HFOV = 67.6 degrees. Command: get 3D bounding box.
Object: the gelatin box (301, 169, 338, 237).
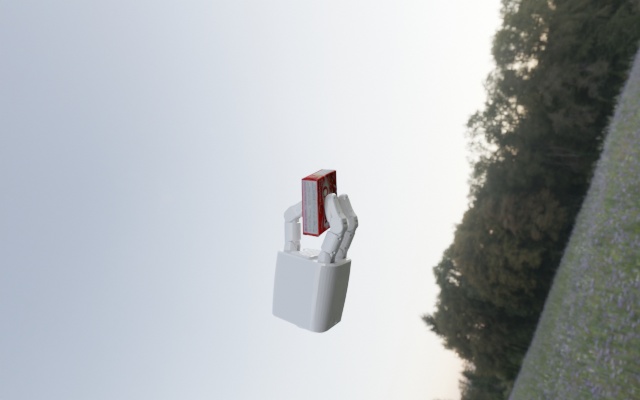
[{"bbox_3d":[0.000,0.002,0.722,0.030,0.089,0.073,5,16,24],"label":"gelatin box"}]
